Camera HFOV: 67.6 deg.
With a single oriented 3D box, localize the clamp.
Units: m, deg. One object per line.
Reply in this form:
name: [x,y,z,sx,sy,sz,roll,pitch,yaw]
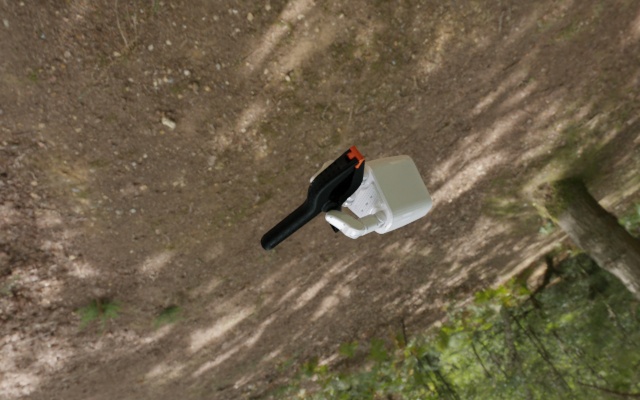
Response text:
clamp: [0.001,0.003,0.731,0.164,0.036,0.210,-17,-30,-36]
